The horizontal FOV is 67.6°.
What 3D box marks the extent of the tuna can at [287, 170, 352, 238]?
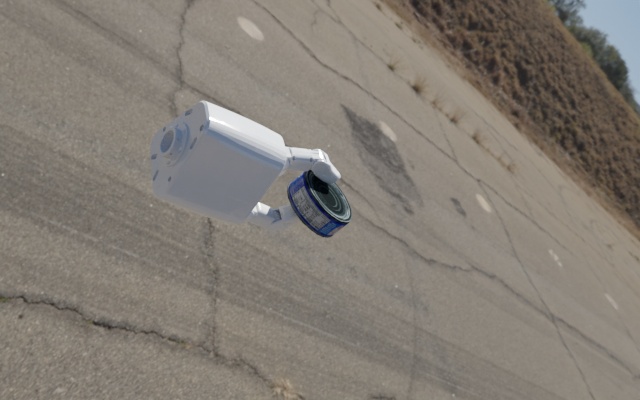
[{"bbox_3d":[0.001,0.002,0.596,0.034,0.086,0.086,-38,-18,23],"label":"tuna can"}]
